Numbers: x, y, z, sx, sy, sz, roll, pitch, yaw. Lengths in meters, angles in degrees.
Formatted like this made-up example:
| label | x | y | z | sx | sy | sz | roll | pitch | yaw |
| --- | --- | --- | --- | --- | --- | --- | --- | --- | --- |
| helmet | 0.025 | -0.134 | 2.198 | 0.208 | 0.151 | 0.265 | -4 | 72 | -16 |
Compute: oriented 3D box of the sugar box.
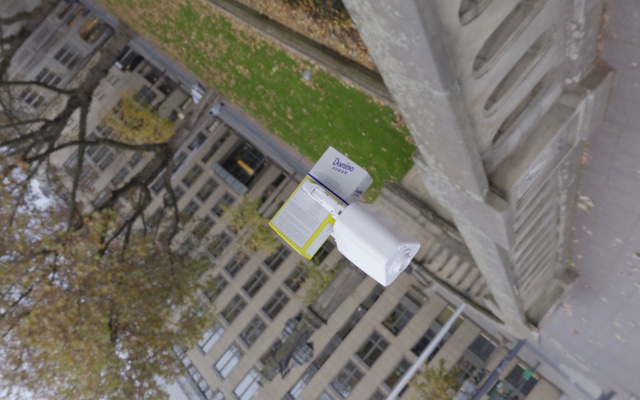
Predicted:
| label | x | y | z | sx | sy | sz | roll | pitch | yaw |
| --- | --- | --- | --- | --- | --- | --- | --- | --- | --- |
| sugar box | 0.000 | 0.003 | 0.821 | 0.093 | 0.176 | 0.048 | 39 | -3 | 28 |
